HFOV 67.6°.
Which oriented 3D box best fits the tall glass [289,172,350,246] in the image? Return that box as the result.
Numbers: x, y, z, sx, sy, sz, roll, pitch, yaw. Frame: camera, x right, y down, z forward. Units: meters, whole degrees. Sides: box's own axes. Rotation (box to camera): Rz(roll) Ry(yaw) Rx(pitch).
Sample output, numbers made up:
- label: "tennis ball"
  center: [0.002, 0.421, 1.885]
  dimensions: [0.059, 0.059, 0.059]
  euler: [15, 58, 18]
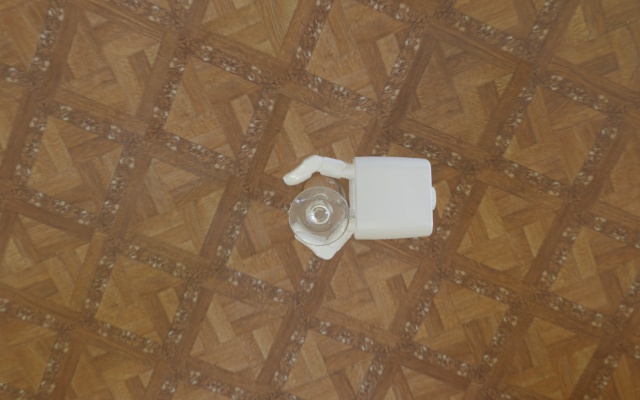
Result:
- label: "tall glass"
  center: [0.000, 0.002, 0.678]
  dimensions: [0.079, 0.079, 0.201]
  euler: [0, 10, 0]
